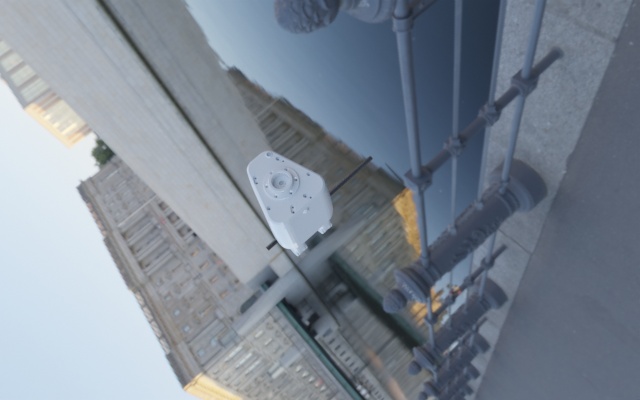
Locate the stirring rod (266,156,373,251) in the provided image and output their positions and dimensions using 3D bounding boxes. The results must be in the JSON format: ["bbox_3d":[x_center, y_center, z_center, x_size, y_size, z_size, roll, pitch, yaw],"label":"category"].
[{"bbox_3d":[0.000,0.003,0.816,0.239,0.011,0.011,-41,9,-10],"label":"stirring rod"}]
